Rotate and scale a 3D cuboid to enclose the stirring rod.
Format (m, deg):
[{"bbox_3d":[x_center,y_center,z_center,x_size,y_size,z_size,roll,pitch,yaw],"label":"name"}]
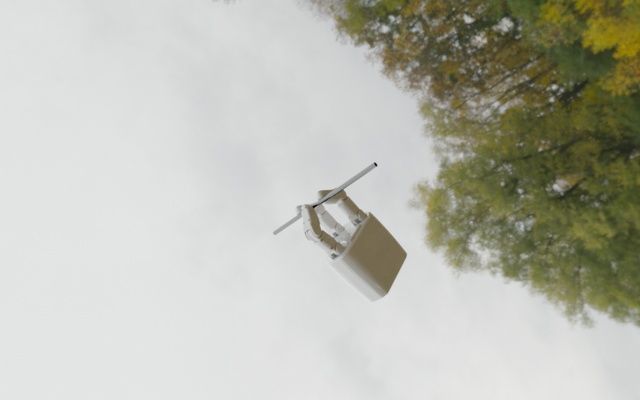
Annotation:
[{"bbox_3d":[0.000,0.003,0.762,0.011,0.011,0.239,0,-27,-48],"label":"stirring rod"}]
